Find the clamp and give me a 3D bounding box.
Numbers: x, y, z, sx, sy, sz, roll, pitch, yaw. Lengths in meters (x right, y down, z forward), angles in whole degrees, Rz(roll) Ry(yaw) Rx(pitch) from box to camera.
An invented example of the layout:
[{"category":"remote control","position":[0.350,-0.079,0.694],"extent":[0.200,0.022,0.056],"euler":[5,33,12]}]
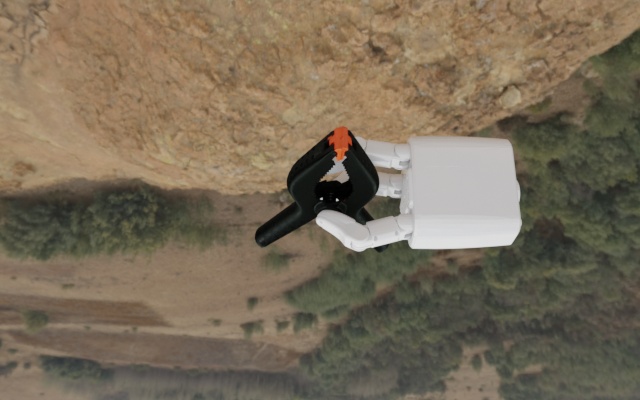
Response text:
[{"category":"clamp","position":[0.000,0.002,0.517],"extent":[0.164,0.036,0.210],"euler":[-2,-34,1]}]
